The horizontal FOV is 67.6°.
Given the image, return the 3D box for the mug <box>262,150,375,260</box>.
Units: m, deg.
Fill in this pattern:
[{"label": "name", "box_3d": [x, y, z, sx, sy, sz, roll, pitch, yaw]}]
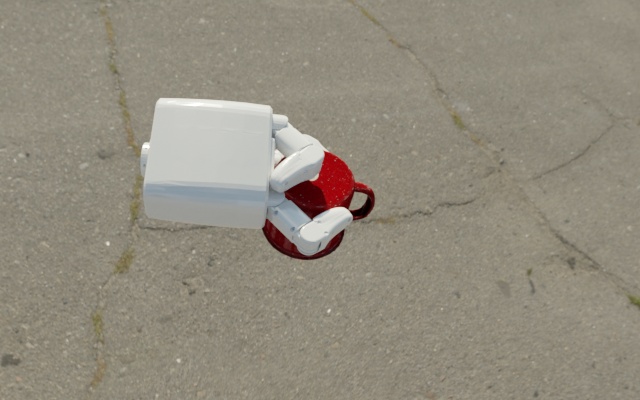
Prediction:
[{"label": "mug", "box_3d": [0.002, 0.002, 0.495, 0.117, 0.093, 0.082, 3, -38, -11]}]
